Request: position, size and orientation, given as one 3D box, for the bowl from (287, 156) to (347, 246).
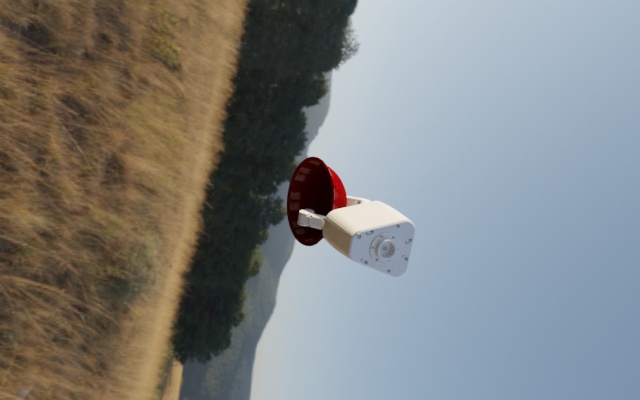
[{"bbox_3d":[0.000,0.002,0.873,0.055,0.162,0.162,4,-2,-33],"label":"bowl"}]
